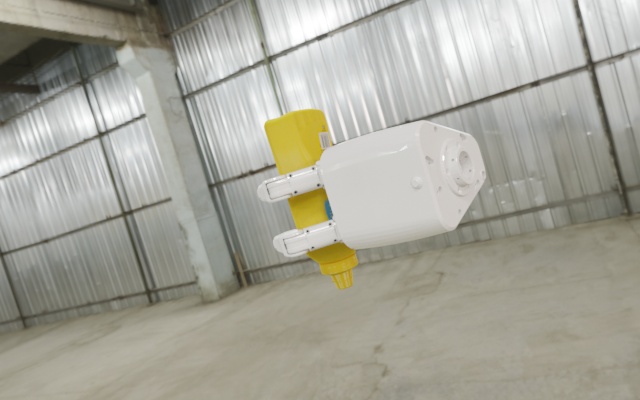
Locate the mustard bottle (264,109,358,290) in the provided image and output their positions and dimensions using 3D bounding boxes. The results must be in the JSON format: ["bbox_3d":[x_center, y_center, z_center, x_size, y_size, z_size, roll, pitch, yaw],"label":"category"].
[{"bbox_3d":[0.000,0.001,0.509,0.058,0.191,0.096,-16,3,19],"label":"mustard bottle"}]
